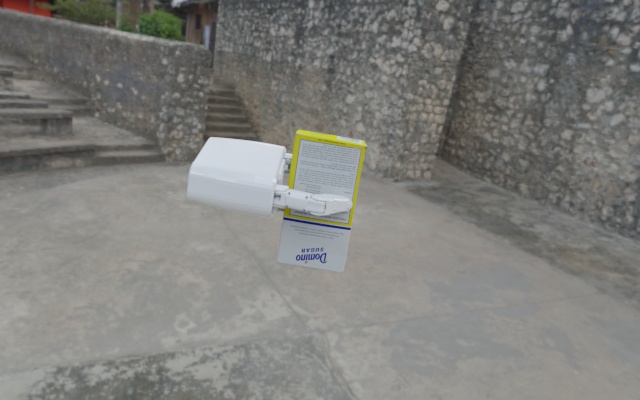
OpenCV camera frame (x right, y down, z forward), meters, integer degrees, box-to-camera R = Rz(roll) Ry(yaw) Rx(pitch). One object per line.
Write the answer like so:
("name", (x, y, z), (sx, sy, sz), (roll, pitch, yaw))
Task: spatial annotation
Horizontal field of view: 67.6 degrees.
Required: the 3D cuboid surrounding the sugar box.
("sugar box", (0.000, 0.002, 0.634), (0.093, 0.176, 0.048), (10, 16, -1))
